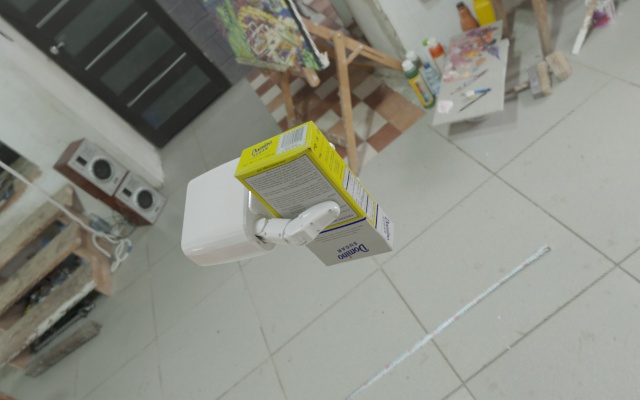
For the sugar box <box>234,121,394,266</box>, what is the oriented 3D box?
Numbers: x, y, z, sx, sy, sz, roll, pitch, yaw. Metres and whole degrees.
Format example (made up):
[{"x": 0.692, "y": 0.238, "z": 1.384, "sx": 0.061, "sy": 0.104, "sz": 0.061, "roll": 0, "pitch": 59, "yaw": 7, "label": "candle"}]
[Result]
[{"x": 0.000, "y": 0.001, "z": 0.520, "sx": 0.093, "sy": 0.048, "sz": 0.176, "roll": -17, "pitch": -45, "yaw": 29, "label": "sugar box"}]
